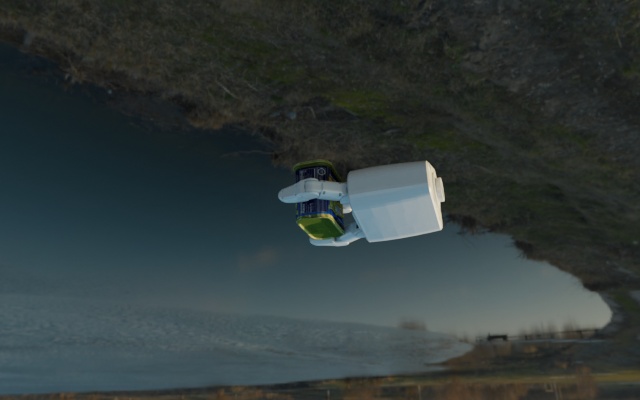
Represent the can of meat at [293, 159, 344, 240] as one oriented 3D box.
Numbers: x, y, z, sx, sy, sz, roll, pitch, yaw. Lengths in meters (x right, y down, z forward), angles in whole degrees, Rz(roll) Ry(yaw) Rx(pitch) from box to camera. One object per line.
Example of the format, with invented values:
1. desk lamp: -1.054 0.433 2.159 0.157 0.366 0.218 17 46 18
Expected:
1. can of meat: 0.000 0.003 0.683 0.057 0.084 0.102 -8 -23 15
